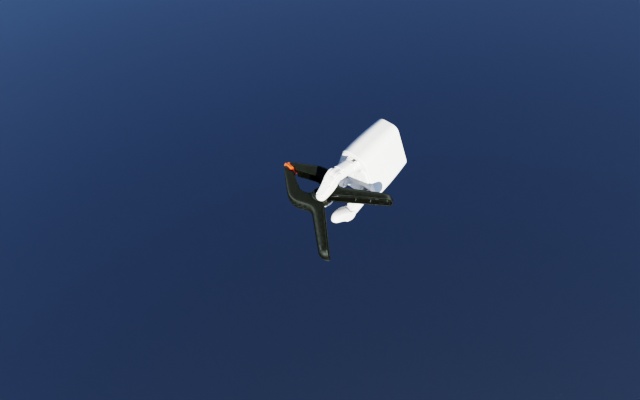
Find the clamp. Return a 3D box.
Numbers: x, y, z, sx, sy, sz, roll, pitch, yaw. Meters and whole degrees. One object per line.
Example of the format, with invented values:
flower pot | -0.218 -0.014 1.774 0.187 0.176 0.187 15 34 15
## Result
clamp | 0.000 0.002 0.855 0.210 0.164 0.036 34 -23 26
